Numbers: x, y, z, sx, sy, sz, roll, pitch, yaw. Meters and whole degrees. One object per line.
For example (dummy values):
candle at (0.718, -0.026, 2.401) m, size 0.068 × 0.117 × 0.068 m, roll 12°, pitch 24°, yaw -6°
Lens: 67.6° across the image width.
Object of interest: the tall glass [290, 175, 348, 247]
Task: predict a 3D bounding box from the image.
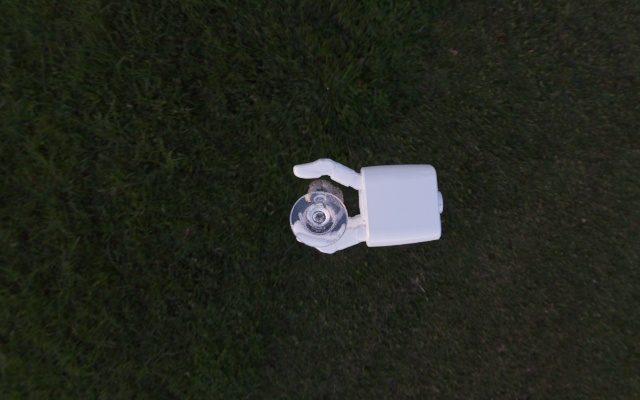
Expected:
tall glass at (0.000, 0.002, 0.706) m, size 0.079 × 0.079 × 0.201 m, roll 0°, pitch 13°, yaw 1°
